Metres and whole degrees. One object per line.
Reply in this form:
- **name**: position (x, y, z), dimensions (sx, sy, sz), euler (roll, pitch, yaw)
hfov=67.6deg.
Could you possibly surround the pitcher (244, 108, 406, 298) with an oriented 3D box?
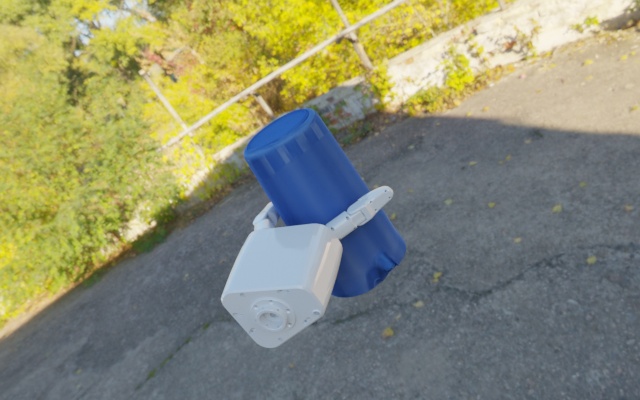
- **pitcher**: position (0.000, 0.002, 0.653), dimensions (0.149, 0.243, 0.145), euler (-21, 26, 25)
